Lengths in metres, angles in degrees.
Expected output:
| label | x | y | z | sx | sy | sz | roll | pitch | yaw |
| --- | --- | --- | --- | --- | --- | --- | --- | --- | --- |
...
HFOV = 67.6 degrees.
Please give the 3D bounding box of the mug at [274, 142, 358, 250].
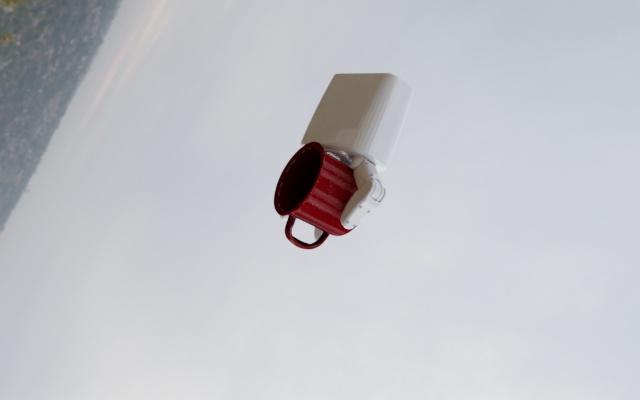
| label | x | y | z | sx | sy | sz | roll | pitch | yaw |
| --- | --- | --- | --- | --- | --- | --- | --- | --- | --- |
| mug | 0.000 | 0.003 | 0.556 | 0.081 | 0.117 | 0.093 | 28 | -11 | -29 |
